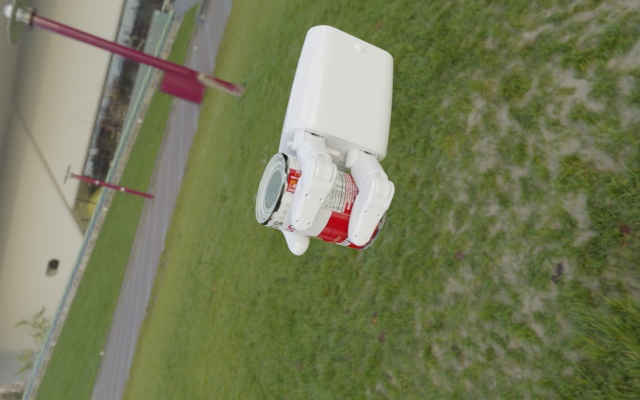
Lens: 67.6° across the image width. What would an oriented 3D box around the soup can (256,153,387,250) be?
[{"bbox_3d":[0.000,0.002,0.437,0.102,0.068,0.068,16,-7,-23],"label":"soup can"}]
